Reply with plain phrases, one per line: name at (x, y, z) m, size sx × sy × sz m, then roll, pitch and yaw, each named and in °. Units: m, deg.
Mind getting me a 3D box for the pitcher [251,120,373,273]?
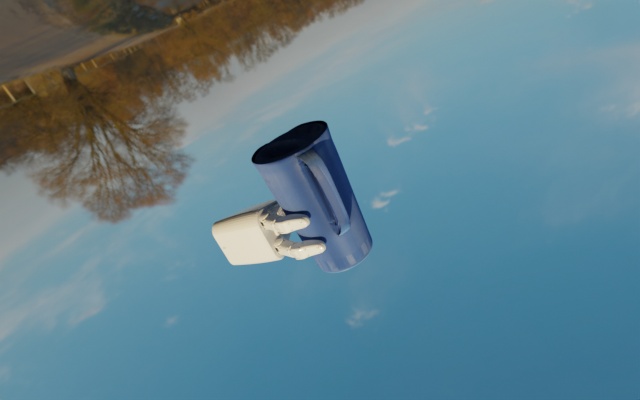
pitcher at (0.000, 0.003, 0.790) m, size 0.145 × 0.243 × 0.149 m, roll -13°, pitch 28°, yaw 28°
